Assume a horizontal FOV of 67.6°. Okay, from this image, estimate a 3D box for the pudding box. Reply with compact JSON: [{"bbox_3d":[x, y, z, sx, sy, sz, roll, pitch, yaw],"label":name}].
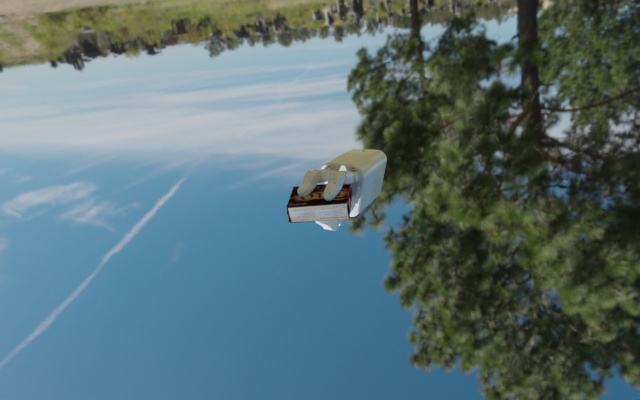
[{"bbox_3d":[0.000,0.003,0.875,0.113,0.039,0.090,-7,24,9],"label":"pudding box"}]
